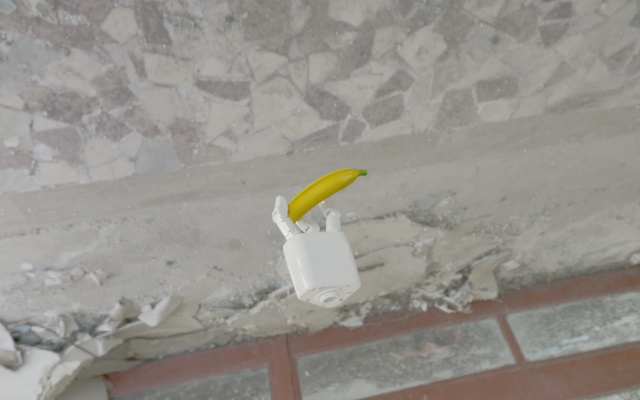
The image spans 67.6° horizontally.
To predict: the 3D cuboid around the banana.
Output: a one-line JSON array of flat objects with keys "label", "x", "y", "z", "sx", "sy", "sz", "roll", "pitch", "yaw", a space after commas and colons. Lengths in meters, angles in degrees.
[{"label": "banana", "x": -0.006, "y": -0.006, "z": 0.880, "sx": 0.198, "sy": 0.037, "sz": 0.070, "roll": -32, "pitch": -34, "yaw": 15}]
